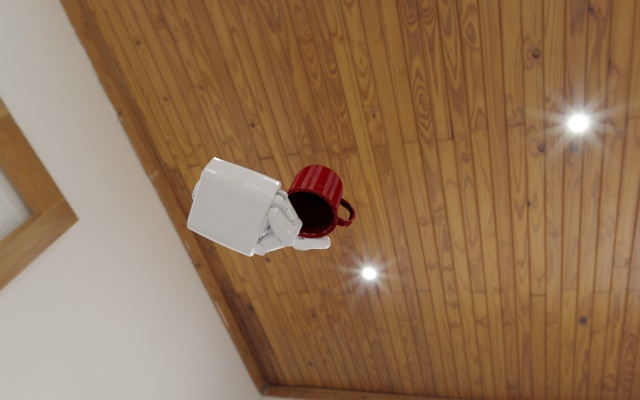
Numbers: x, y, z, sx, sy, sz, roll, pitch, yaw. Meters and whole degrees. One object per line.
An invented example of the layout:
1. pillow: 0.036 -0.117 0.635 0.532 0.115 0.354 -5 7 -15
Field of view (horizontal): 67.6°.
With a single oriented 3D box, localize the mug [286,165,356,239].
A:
1. mug: 0.002 0.003 0.738 0.117 0.093 0.081 22 38 -1
